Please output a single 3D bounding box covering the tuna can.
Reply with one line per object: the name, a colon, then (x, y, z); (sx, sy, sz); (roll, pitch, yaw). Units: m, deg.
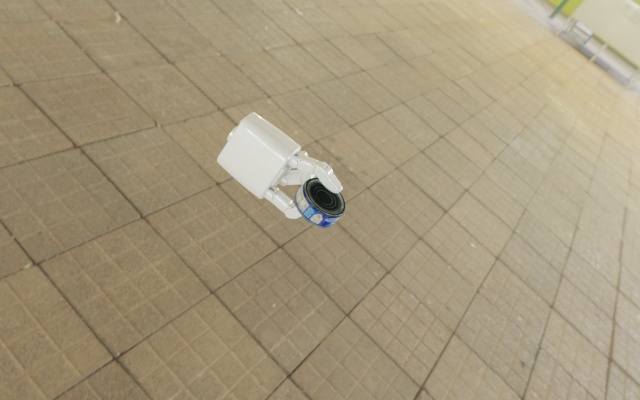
tuna can: (0.000, 0.002, 0.813); (0.086, 0.086, 0.034); (0, -37, -42)
